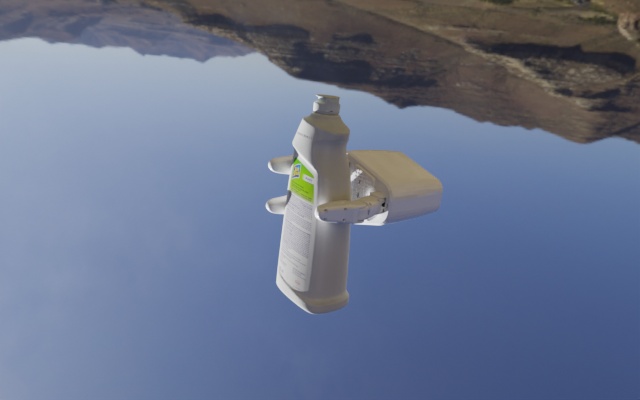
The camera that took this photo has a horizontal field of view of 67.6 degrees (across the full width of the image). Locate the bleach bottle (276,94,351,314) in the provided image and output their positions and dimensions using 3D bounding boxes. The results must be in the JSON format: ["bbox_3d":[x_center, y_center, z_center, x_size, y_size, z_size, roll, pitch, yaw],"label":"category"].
[{"bbox_3d":[0.000,0.002,0.577,0.068,0.251,0.102,-7,22,-37],"label":"bleach bottle"}]
